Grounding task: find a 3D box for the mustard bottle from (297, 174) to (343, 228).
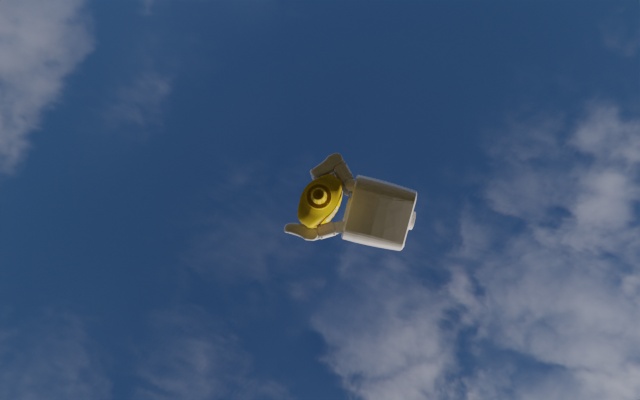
[{"bbox_3d":[0.000,0.003,0.817,0.058,0.096,0.191,38,-4,5],"label":"mustard bottle"}]
